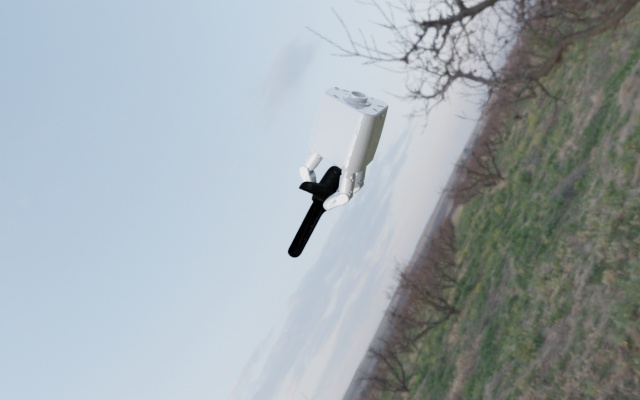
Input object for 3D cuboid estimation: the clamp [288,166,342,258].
[{"bbox_3d":[0.000,0.002,0.892,0.036,0.165,0.210,25,33,14],"label":"clamp"}]
